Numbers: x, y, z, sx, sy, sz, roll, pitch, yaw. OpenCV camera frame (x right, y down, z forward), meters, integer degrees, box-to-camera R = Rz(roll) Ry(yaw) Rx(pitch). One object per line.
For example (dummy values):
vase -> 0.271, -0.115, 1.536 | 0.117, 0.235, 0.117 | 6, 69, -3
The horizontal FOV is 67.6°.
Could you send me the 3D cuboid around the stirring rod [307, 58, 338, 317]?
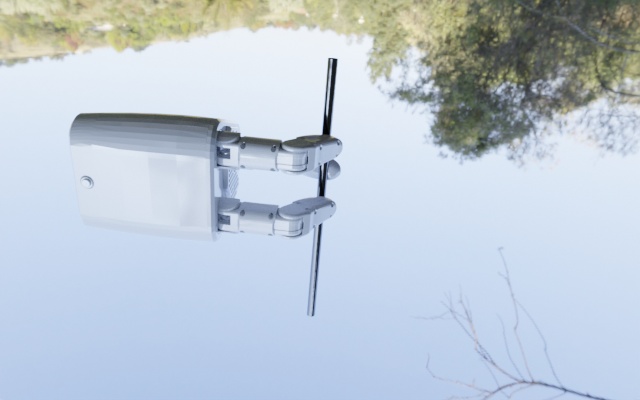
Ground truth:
stirring rod -> 0.000, 0.001, 0.412 | 0.011, 0.240, 0.011 | 4, 25, -2
